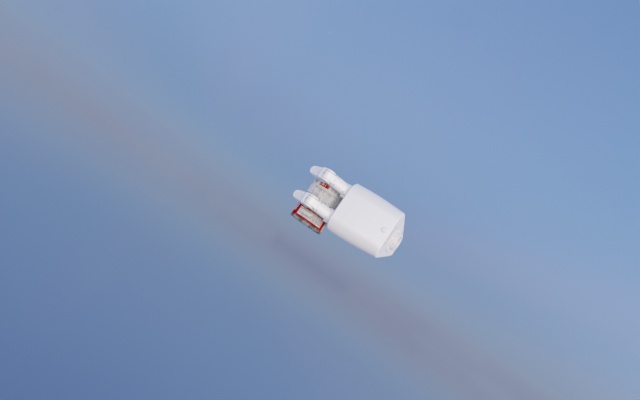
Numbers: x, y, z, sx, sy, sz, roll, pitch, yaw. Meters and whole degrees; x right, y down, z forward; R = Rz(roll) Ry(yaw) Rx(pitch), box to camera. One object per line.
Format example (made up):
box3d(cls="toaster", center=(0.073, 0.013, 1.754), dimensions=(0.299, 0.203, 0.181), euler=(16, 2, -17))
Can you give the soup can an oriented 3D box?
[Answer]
box3d(cls="soup can", center=(0.000, 0.002, 0.893), dimensions=(0.068, 0.102, 0.068), euler=(34, -7, 5))
